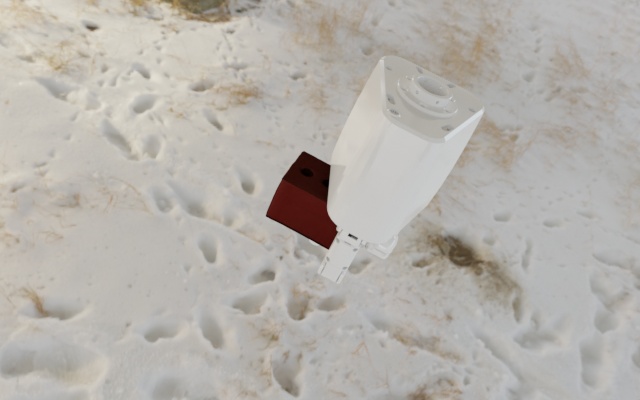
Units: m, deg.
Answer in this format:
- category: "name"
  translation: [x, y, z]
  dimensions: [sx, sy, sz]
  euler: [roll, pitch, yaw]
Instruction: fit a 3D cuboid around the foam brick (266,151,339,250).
- category: "foam brick"
  translation: [0.000, 0.001, 0.437]
  dimensions: [0.078, 0.051, 0.053]
  euler: [28, 41, 3]
